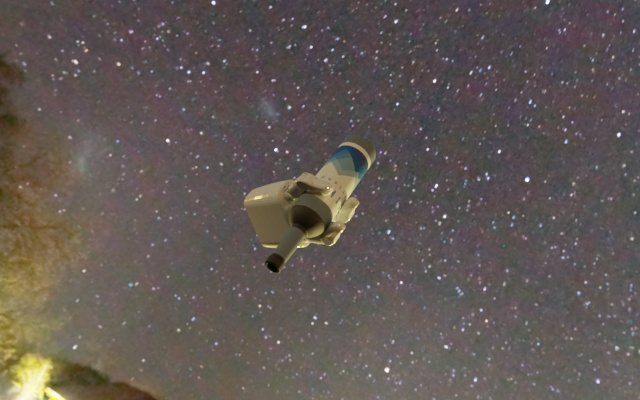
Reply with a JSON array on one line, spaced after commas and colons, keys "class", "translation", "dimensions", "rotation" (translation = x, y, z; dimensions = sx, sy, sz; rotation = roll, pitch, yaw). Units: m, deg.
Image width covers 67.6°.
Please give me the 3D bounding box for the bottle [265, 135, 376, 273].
[{"class": "bottle", "translation": [0.000, 0.002, 0.791], "dimensions": [0.069, 0.069, 0.295], "rotation": [0, 41, 40]}]
